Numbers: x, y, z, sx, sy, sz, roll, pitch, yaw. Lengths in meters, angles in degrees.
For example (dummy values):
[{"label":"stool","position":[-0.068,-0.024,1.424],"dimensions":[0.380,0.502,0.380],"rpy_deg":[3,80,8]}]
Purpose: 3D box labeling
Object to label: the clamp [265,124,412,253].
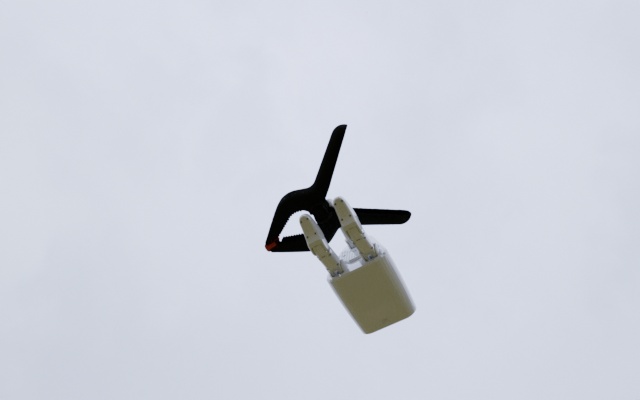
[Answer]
[{"label":"clamp","position":[0.000,0.002,0.681],"dimensions":[0.210,0.164,0.036],"rpy_deg":[-28,10,15]}]
